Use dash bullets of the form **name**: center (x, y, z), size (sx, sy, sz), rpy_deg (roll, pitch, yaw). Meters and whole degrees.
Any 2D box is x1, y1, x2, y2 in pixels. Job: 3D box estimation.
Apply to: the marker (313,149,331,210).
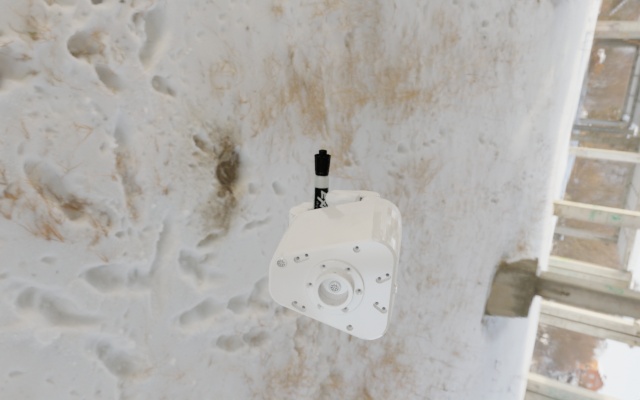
- **marker**: center (0.000, 0.002, 0.548), size (0.020, 0.121, 0.020), rpy_deg (2, 17, -1)
